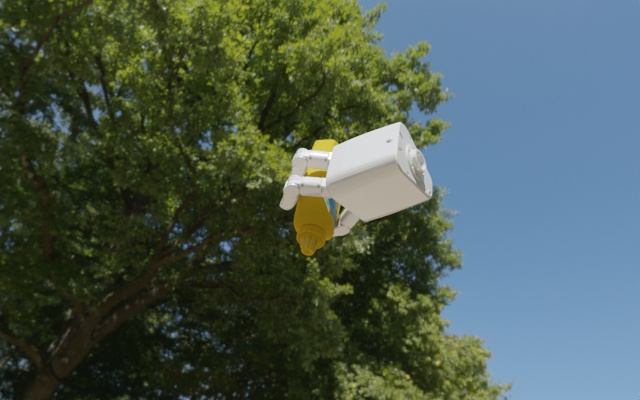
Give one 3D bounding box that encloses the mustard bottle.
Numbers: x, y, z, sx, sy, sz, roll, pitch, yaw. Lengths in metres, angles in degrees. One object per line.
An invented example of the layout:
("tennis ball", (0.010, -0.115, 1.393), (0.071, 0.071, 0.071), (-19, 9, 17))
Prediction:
("mustard bottle", (0.000, 0.002, 0.713), (0.058, 0.191, 0.096), (0, -45, 14))
